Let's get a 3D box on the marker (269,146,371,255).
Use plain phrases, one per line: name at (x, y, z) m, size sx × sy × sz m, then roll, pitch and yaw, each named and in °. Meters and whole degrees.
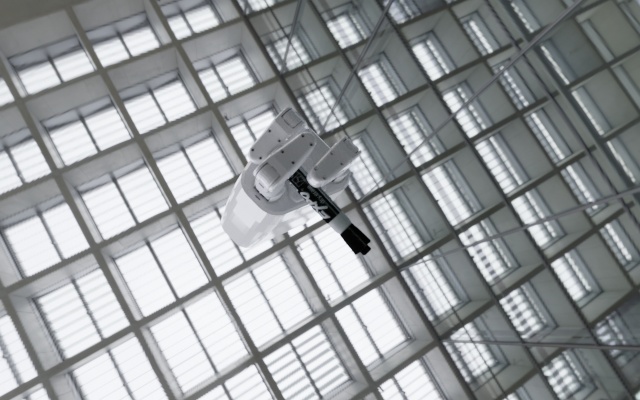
marker at (0.000, 0.001, 0.420) m, size 0.020 × 0.121 × 0.020 m, roll -43°, pitch -2°, yaw -2°
